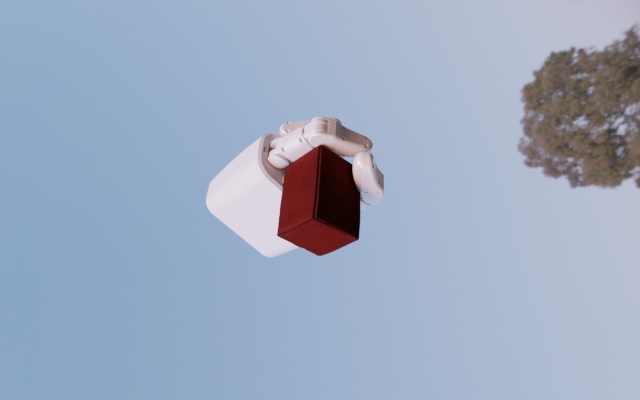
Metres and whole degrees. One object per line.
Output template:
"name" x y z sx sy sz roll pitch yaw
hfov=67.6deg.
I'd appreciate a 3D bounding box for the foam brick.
"foam brick" 0.000 0.002 0.427 0.053 0.078 0.051 30 -41 -32
